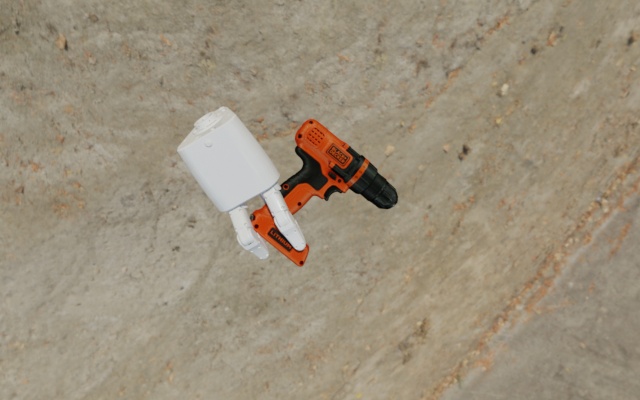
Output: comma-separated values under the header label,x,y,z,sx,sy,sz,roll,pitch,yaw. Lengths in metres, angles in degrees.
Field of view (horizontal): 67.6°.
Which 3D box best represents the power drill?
label,x,y,z,sx,sy,sz,roll,pitch,yaw
power drill,0.000,0.002,0.705,0.184,0.187,0.057,39,-5,-8
